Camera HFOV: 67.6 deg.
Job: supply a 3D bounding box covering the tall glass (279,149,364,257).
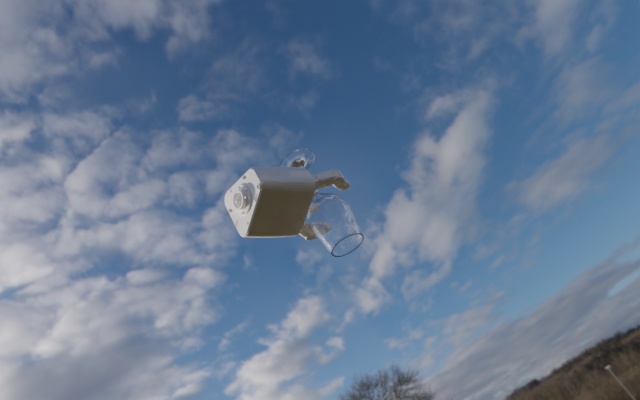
[{"bbox_3d":[0.000,0.002,0.845,0.079,0.201,0.079,-23,-32,-15],"label":"tall glass"}]
